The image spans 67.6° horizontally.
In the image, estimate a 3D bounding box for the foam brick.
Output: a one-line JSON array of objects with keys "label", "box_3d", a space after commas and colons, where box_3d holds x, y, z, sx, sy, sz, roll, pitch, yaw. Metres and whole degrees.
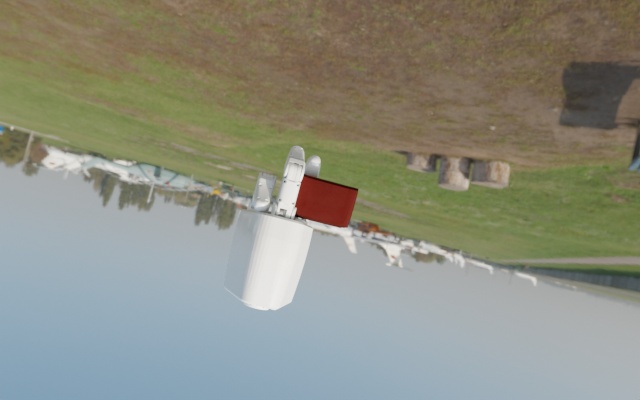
[{"label": "foam brick", "box_3d": [0.000, 0.002, 0.607, 0.078, 0.051, 0.053, 14, -7, -9]}]
